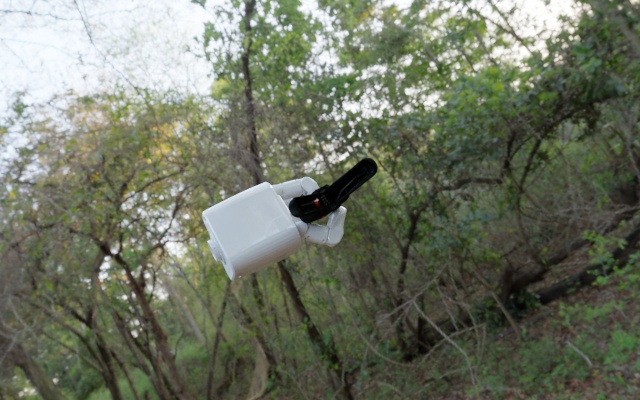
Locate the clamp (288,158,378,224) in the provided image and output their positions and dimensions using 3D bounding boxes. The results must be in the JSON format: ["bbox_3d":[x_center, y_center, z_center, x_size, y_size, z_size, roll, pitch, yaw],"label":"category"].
[{"bbox_3d":[0.000,0.002,0.631,0.120,0.039,0.171,-22,-12,-20],"label":"clamp"}]
